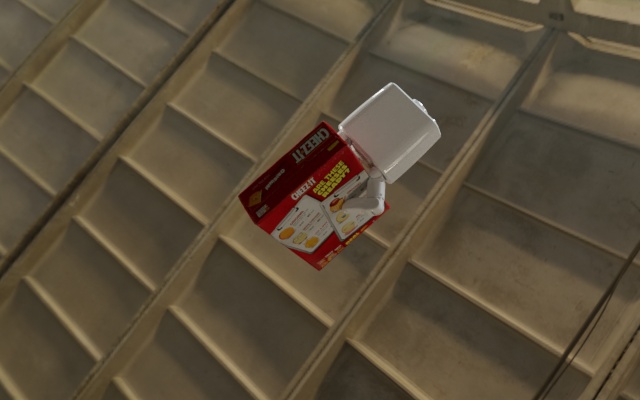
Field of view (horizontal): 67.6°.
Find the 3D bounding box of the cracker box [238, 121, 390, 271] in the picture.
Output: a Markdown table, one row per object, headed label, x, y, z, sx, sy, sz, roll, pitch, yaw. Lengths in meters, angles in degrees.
| label | x | y | z | sx | sy | sz | roll | pitch | yaw |
| --- | --- | --- | --- | --- | --- | --- | --- | --- | --- |
| cracker box | 0.000 | 0.003 | 0.729 | 0.072 | 0.164 | 0.214 | 50 | 2 | 35 |
